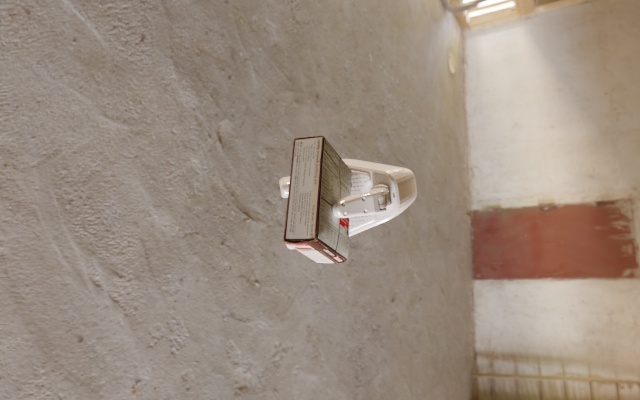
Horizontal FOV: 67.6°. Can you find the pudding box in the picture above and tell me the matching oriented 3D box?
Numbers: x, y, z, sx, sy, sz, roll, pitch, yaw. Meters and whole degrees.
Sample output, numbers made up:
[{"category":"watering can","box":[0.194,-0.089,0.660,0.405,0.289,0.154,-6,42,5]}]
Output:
[{"category":"pudding box","box":[0.000,0.002,0.499,0.039,0.113,0.090,-6,-22,22]}]
